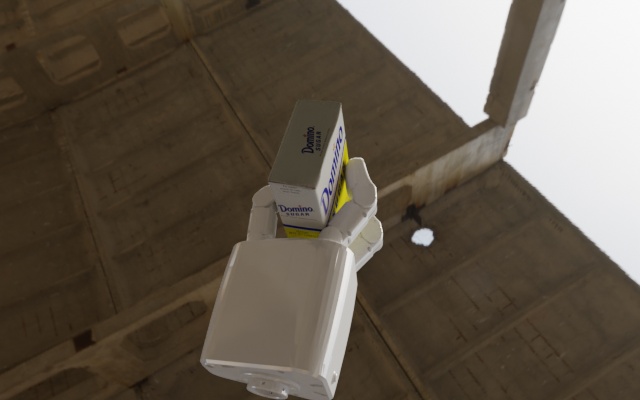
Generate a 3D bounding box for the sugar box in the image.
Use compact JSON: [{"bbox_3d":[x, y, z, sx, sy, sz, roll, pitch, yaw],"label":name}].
[{"bbox_3d":[0.001,0.002,0.449,0.048,0.093,0.176,9,-33,12],"label":"sugar box"}]
